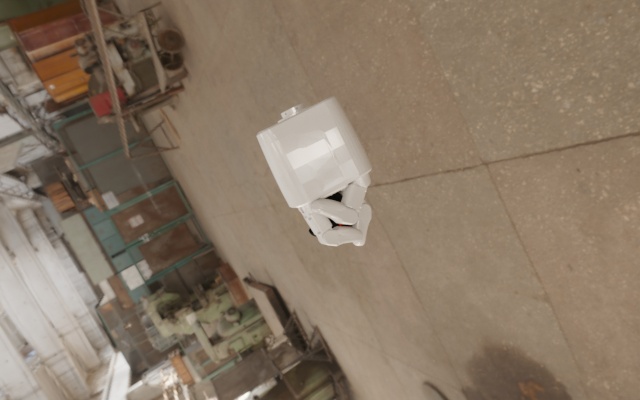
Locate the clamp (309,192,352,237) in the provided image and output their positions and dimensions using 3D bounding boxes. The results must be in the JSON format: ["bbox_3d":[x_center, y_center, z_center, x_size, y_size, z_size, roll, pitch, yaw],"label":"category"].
[{"bbox_3d":[0.000,0.003,0.710,0.039,0.120,0.171,-30,10,-19],"label":"clamp"}]
